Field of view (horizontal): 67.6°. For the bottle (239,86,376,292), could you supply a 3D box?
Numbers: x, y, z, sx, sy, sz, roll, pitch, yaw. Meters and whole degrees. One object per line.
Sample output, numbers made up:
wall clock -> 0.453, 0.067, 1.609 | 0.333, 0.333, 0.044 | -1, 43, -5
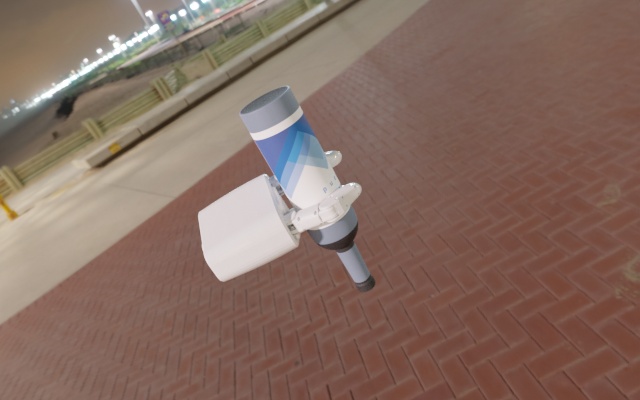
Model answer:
bottle -> 0.000, 0.002, 0.609 | 0.069, 0.296, 0.069 | -24, 25, 12
